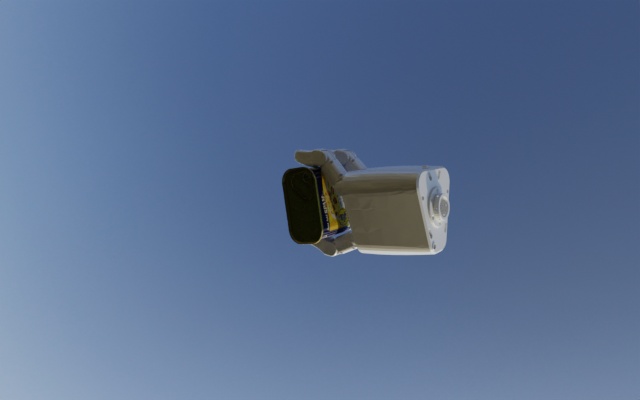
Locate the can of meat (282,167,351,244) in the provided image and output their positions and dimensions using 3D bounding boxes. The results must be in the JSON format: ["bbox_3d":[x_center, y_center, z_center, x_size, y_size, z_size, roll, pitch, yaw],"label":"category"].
[{"bbox_3d":[0.000,0.002,0.656,0.057,0.102,0.084,-6,4,39],"label":"can of meat"}]
